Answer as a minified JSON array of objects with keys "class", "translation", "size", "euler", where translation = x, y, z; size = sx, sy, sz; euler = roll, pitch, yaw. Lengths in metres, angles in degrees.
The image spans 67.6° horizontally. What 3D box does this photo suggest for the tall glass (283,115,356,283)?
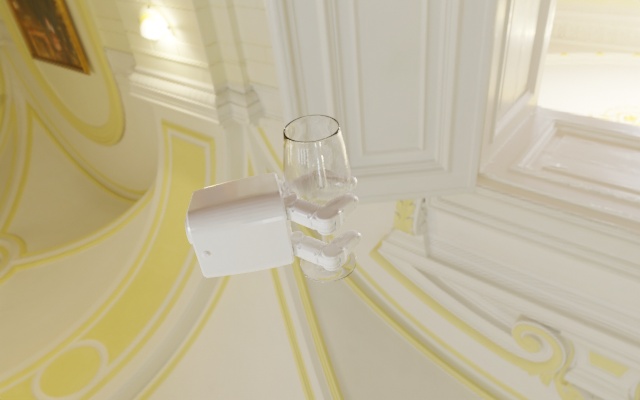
[{"class":"tall glass","translation":[0.000,0.002,0.570],"size":[0.079,0.201,0.079],"euler":[-4,36,3]}]
